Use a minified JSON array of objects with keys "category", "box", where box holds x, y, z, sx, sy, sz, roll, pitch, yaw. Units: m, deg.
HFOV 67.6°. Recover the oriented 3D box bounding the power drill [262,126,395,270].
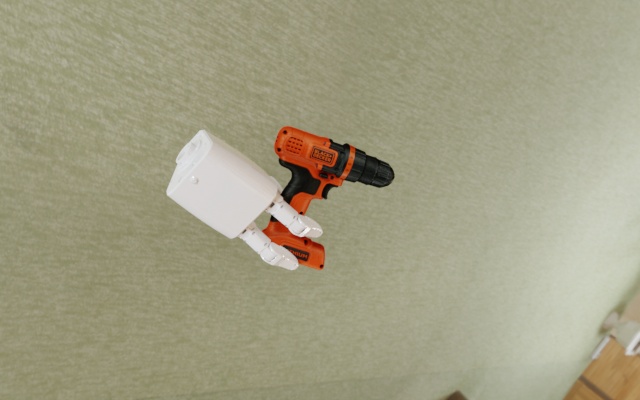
[{"category":"power drill","box":[0.000,0.003,0.703,0.184,0.187,0.057,18,7,-12]}]
